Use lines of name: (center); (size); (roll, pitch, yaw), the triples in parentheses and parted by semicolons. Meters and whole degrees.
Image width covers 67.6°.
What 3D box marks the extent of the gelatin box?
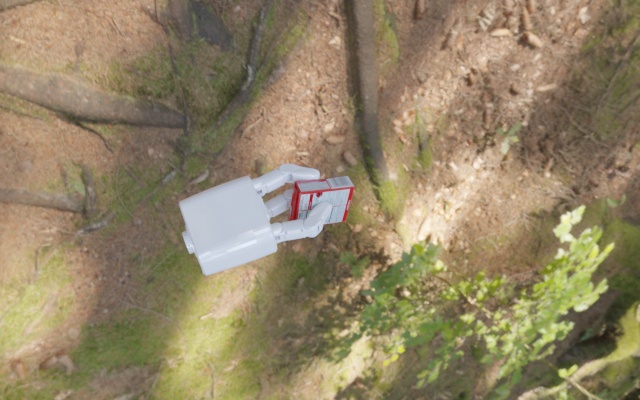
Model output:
gelatin box: (0.001, 0.003, 0.714); (0.089, 0.073, 0.030); (-7, 44, -20)
